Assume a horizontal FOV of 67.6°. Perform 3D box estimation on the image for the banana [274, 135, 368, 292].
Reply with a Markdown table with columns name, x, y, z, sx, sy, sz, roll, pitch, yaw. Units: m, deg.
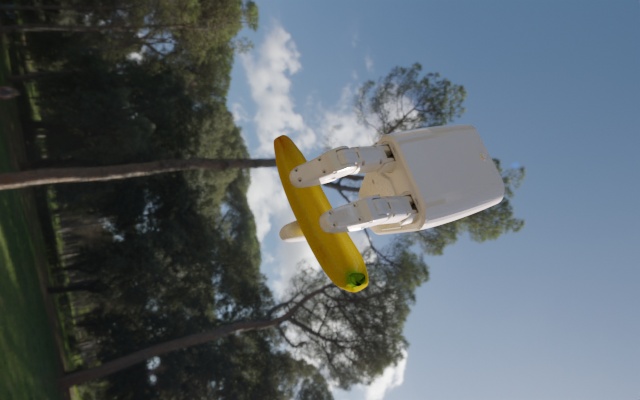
| name | x | y | z | sx | sy | sz | roll | pitch | yaw |
| --- | --- | --- | --- | --- | --- | --- | --- | --- | --- |
| banana | 0.001 | 0.017 | 0.454 | 0.037 | 0.070 | 0.197 | -17 | 49 | -17 |
